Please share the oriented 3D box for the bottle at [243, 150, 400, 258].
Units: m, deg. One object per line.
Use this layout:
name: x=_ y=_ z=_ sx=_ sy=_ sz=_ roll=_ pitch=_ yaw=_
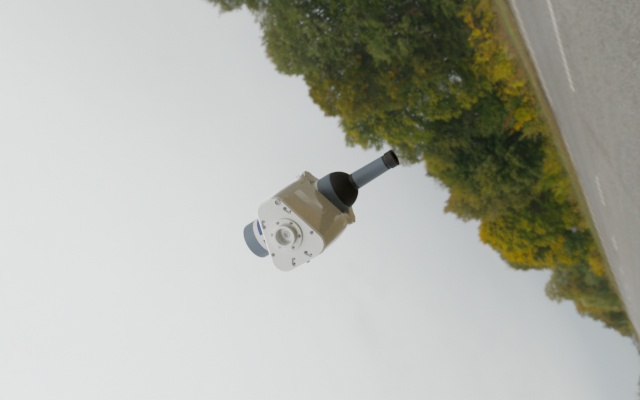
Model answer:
bottle: x=0.000 y=0.003 z=0.800 sx=0.296 sy=0.069 sz=0.069 roll=-31 pitch=-13 yaw=23
